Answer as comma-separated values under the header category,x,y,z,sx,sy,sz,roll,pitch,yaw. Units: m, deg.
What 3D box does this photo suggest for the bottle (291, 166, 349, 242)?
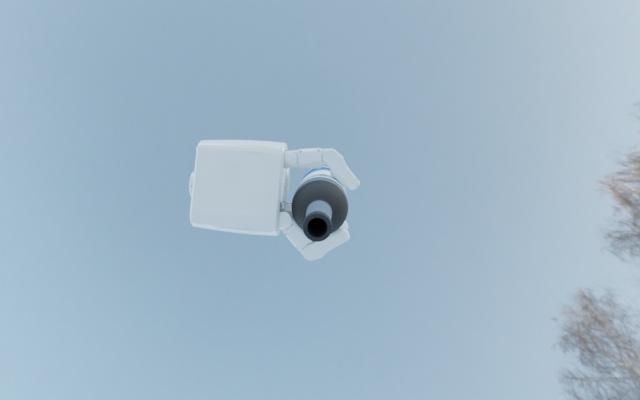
category,x,y,z,sx,sy,sz,roll,pitch,yaw
bottle,0.000,0.002,0.589,0.069,0.069,0.295,0,9,1
